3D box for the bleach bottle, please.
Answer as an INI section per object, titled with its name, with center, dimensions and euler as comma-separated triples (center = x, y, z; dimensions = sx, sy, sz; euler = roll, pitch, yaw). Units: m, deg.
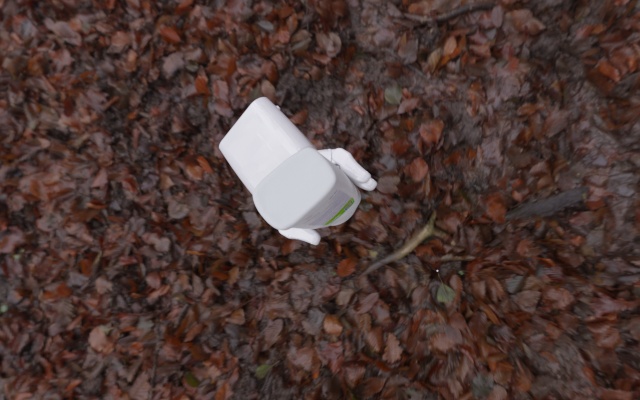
[bleach bottle]
center = 0.000, 0.002, 0.660
dimensions = 0.102, 0.068, 0.251
euler = -40, -15, 5
